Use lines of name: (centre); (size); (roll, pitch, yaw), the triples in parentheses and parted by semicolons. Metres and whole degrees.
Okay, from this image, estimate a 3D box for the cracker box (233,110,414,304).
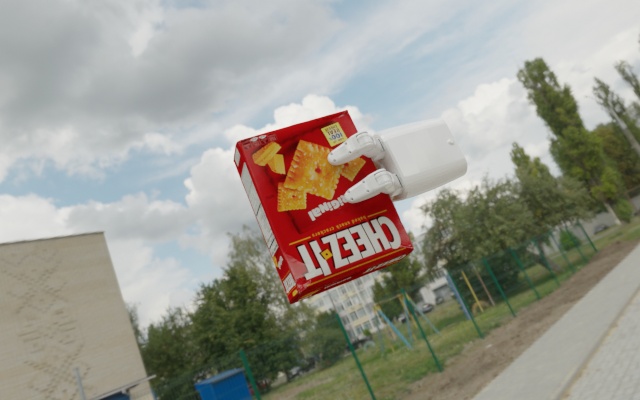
cracker box: (0.000, 0.002, 0.625); (0.164, 0.213, 0.072); (-18, -17, -19)
